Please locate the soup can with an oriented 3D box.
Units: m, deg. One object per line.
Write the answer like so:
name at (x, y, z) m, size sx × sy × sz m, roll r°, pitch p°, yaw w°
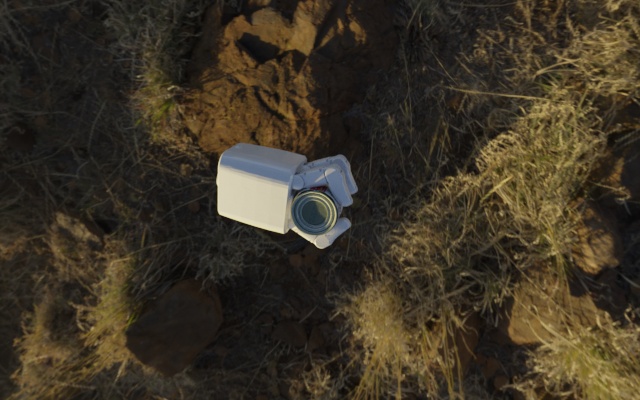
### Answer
soup can at (0.001, 0.003, 0.689) m, size 0.068 × 0.068 × 0.102 m, roll 0°, pitch 18°, yaw 11°
